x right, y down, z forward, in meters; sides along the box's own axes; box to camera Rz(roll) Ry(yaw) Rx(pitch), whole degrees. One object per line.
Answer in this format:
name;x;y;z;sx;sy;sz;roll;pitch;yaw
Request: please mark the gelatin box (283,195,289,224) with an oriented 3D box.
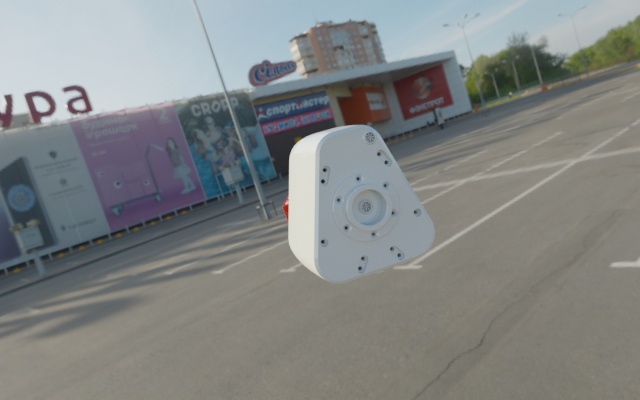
gelatin box;0.000;0.001;0.528;0.073;0.030;0.089;-17;9;3
